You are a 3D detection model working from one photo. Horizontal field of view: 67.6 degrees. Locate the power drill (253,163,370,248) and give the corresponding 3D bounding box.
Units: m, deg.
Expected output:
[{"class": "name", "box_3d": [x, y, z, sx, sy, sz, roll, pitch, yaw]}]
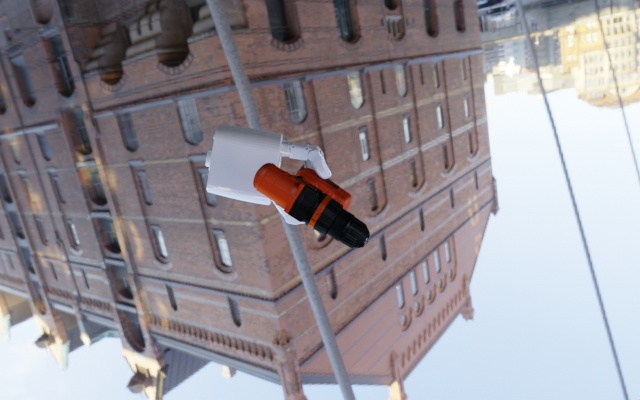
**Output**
[{"class": "power drill", "box_3d": [0.000, 0.002, 0.737, 0.184, 0.057, 0.187, 34, 8, 5]}]
